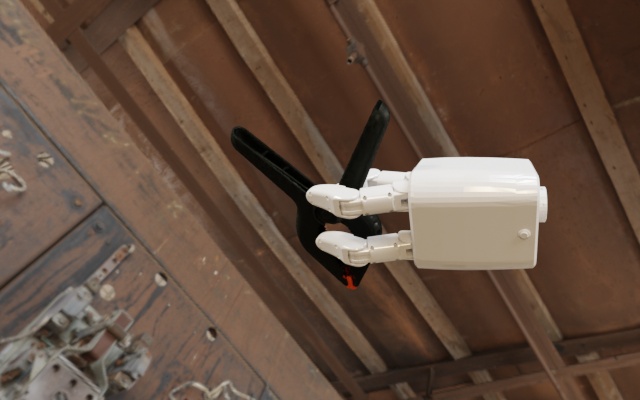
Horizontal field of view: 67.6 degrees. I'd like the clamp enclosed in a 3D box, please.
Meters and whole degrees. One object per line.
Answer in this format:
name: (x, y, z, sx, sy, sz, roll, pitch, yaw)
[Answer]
clamp: (0.001, 0.002, 0.497, 0.164, 0.210, 0.036, 1, 31, 21)
